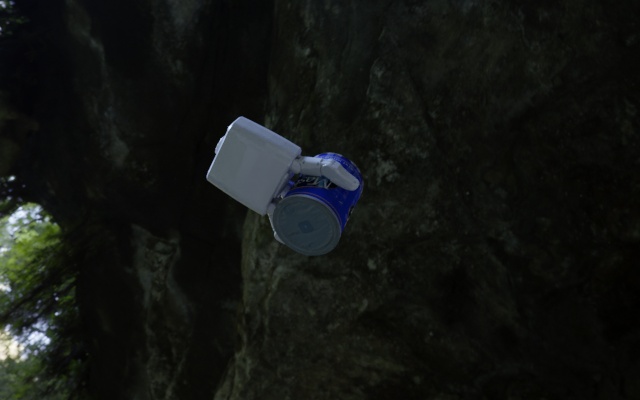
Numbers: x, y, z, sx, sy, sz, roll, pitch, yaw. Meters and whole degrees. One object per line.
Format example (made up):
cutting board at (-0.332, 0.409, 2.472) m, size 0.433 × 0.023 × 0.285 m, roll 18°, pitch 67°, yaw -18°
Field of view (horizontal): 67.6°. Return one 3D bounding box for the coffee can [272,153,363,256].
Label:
coffee can at (0.000, 0.003, 0.736) m, size 0.103 × 0.103 × 0.140 m, roll 0°, pitch 31°, yaw 21°
